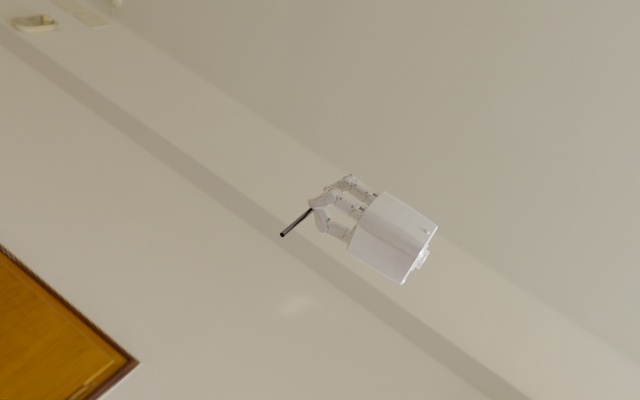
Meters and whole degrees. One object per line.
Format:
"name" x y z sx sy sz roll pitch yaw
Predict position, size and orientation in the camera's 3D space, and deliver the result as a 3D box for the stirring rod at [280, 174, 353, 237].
"stirring rod" 0.000 0.003 0.793 0.011 0.011 0.239 0 23 31
